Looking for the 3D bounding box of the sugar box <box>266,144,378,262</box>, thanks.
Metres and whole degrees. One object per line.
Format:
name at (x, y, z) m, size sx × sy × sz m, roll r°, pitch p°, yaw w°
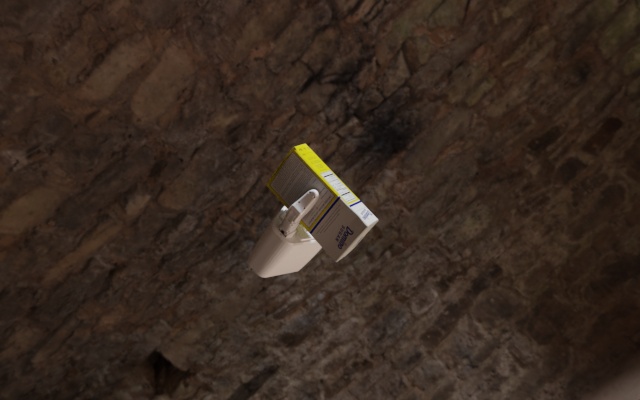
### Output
sugar box at (0.000, 0.002, 0.768) m, size 0.093 × 0.176 × 0.048 m, roll -51°, pitch -14°, yaw 33°
